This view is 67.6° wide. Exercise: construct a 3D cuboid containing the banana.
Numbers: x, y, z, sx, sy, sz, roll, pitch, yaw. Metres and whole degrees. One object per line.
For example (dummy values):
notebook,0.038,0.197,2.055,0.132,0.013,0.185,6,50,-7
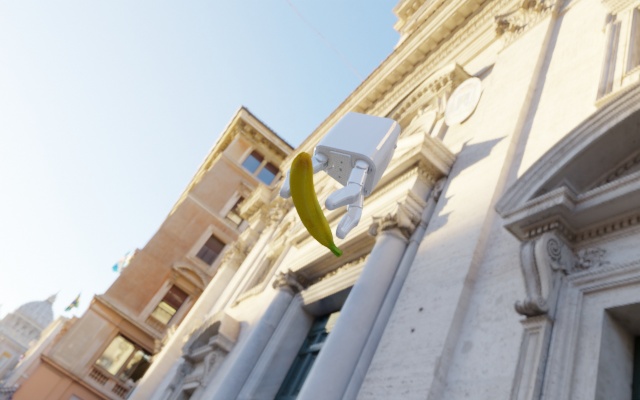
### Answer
banana,-0.013,0.001,0.722,0.069,0.198,0.037,14,50,38
